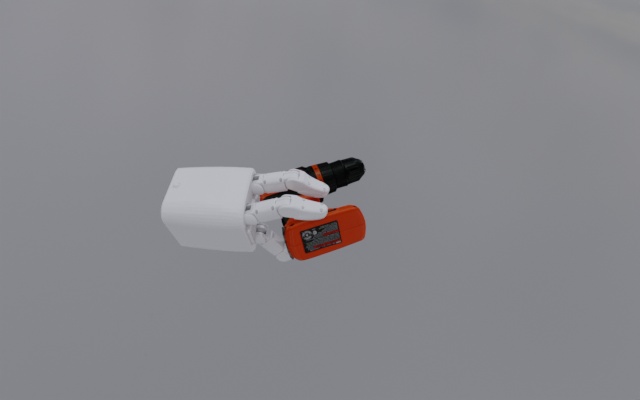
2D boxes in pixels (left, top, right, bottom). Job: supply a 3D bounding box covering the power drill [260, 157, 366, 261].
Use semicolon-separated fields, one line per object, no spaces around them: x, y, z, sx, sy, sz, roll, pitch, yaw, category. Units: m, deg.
0.000;0.002;0.687;0.184;0.057;0.187;-19;27;-7;power drill
